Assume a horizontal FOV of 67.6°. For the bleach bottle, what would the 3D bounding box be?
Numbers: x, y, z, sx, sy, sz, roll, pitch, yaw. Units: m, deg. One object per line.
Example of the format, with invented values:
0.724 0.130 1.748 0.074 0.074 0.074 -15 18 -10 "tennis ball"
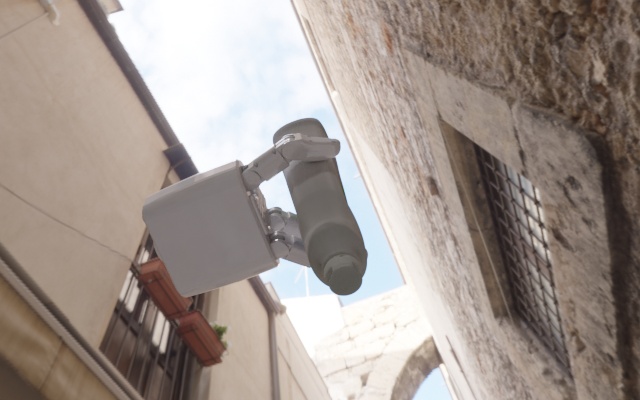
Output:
0.000 0.002 0.487 0.068 0.103 0.250 -21 28 2 "bleach bottle"
